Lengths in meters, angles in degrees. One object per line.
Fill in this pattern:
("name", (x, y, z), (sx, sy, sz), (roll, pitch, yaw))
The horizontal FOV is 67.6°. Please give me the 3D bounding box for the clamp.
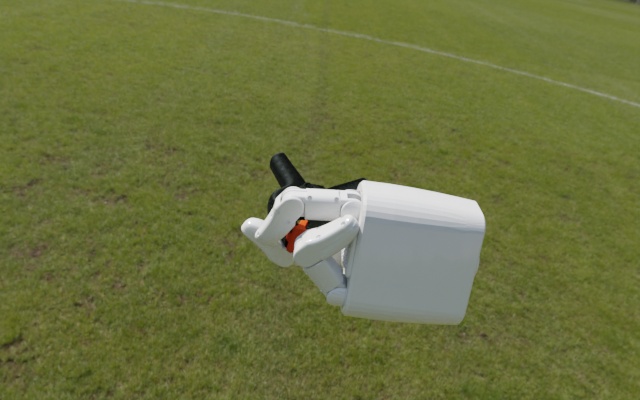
("clamp", (0.000, 0.001, 0.498), (0.120, 0.039, 0.171), (8, 30, -4))
